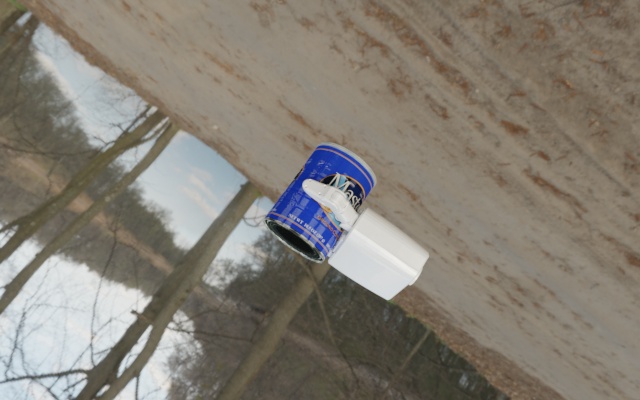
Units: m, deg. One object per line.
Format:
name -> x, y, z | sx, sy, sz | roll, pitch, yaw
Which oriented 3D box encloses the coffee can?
coffee can -> 0.000, 0.002, 0.678 | 0.103, 0.140, 0.103 | 31, -18, 11
